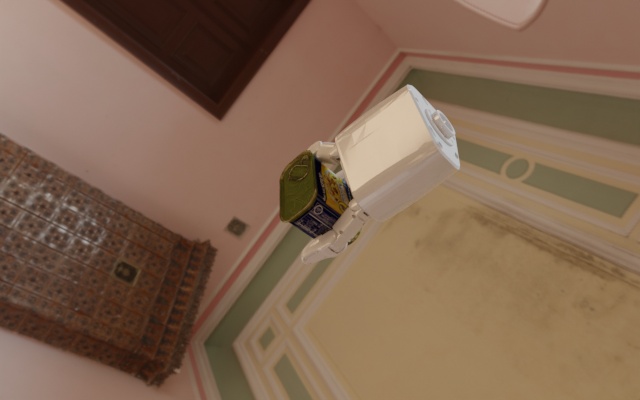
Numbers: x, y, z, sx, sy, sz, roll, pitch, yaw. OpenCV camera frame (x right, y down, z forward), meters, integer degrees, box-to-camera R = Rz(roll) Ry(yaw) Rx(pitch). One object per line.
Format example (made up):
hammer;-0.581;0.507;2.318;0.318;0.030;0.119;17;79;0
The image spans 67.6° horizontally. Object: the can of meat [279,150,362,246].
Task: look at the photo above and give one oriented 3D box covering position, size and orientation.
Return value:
can of meat;0.000;0.002;0.577;0.057;0.102;0.084;-38;-56;25
